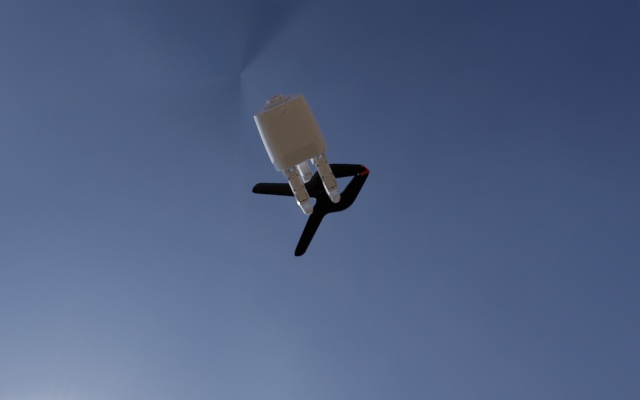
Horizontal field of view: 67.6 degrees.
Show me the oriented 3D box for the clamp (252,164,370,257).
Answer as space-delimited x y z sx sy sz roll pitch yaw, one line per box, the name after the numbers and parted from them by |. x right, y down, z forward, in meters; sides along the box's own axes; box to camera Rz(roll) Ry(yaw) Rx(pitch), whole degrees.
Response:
0.000 0.002 0.891 0.210 0.165 0.036 -25 22 -2 | clamp
